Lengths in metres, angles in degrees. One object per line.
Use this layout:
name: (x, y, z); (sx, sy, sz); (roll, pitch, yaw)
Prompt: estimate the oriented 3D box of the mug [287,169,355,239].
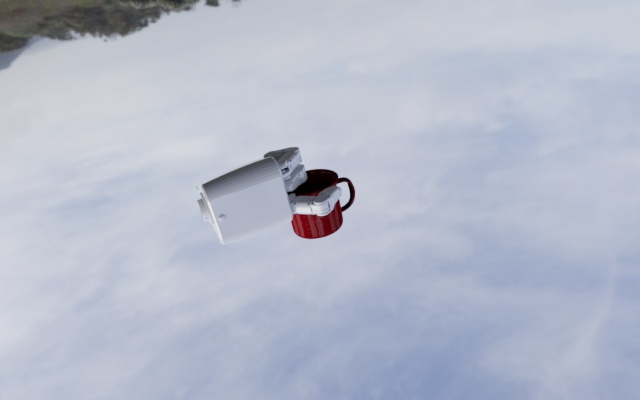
mug: (0.001, 0.002, 0.744); (0.117, 0.081, 0.093); (-20, 26, -16)
